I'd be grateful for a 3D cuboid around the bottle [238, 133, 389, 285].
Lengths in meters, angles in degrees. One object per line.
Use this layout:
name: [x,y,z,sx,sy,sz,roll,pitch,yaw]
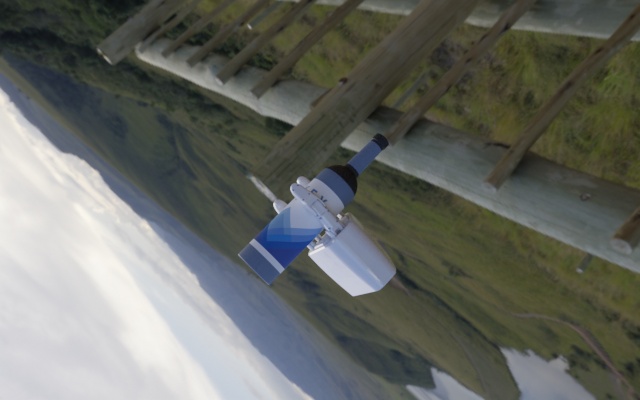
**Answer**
bottle: [0.000,0.003,0.750,0.295,0.069,0.069,-45,11,-11]
